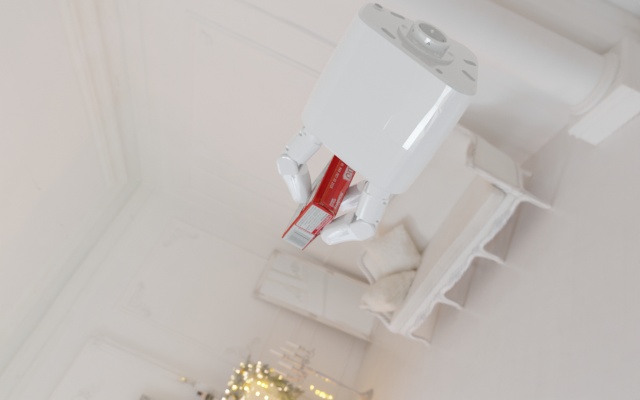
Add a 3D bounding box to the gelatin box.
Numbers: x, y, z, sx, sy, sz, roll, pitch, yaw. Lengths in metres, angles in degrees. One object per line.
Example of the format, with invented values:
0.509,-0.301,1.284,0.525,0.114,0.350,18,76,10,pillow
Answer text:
0.000,0.002,0.495,0.030,0.073,0.089,32,-37,-7,gelatin box
